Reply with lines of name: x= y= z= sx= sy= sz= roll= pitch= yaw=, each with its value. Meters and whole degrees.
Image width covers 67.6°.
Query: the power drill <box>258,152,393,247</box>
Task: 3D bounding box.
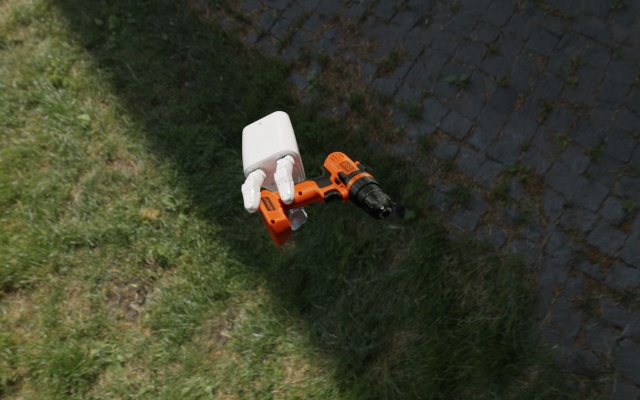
power drill: x=0.000 y=0.002 z=0.760 sx=0.187 sy=0.057 sz=0.184 roll=-23 pitch=35 yaw=-13
